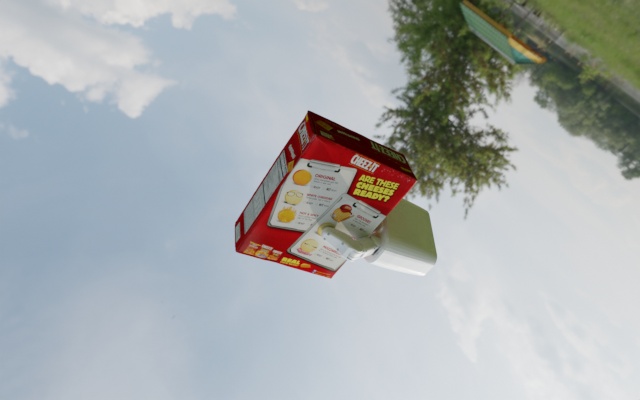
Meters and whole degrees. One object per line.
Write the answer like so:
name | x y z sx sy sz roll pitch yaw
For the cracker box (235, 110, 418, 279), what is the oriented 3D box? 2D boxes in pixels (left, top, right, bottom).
cracker box | 0.000 0.002 0.663 0.164 0.214 0.072 20 33 -28
